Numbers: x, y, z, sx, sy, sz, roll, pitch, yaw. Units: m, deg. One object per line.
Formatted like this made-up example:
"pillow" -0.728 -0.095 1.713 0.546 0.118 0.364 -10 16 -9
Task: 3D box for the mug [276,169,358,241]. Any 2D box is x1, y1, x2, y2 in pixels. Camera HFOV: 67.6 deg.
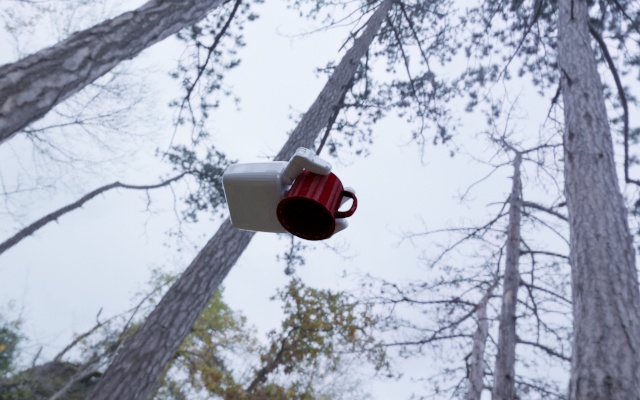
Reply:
"mug" 0.002 0.002 0.732 0.117 0.093 0.081 2 42 21
